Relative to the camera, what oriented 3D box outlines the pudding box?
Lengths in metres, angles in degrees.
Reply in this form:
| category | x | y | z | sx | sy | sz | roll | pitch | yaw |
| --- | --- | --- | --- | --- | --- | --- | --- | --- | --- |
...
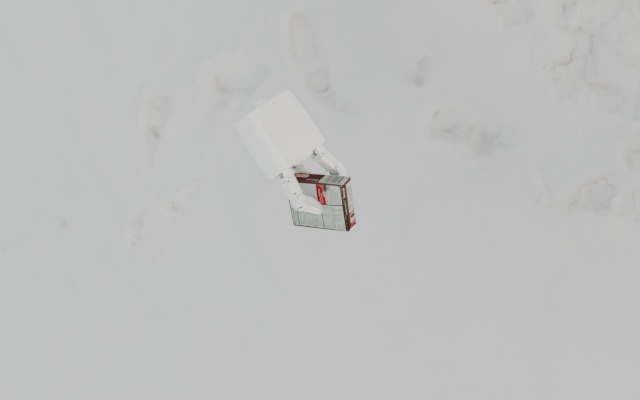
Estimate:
| category | x | y | z | sx | sy | sz | roll | pitch | yaw |
| --- | --- | --- | --- | --- | --- | --- | --- | --- | --- |
| pudding box | 0.000 | 0.003 | 0.821 | 0.113 | 0.090 | 0.039 | 6 | 30 | 30 |
